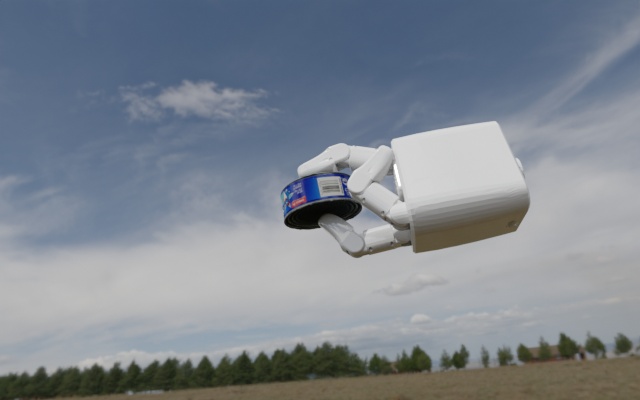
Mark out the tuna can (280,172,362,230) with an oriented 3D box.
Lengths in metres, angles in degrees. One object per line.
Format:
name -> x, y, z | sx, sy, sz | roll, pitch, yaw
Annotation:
tuna can -> 0.000, 0.001, 0.519 | 0.086, 0.033, 0.086 | -10, -21, -4
